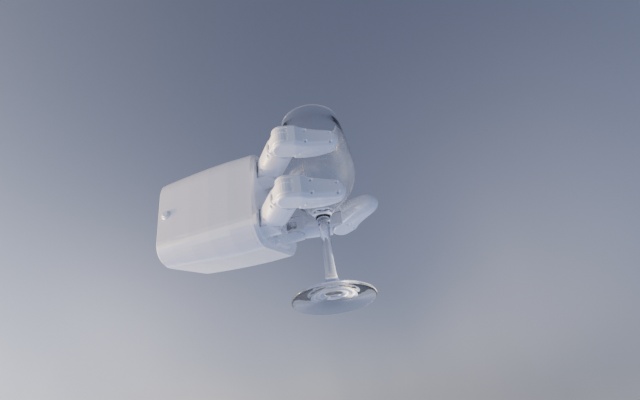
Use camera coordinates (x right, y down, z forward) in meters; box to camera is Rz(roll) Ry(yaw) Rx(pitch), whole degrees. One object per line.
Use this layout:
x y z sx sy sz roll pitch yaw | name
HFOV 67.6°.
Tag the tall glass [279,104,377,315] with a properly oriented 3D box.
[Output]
0.000 0.002 0.460 0.079 0.201 0.079 -5 -32 -3 | tall glass
